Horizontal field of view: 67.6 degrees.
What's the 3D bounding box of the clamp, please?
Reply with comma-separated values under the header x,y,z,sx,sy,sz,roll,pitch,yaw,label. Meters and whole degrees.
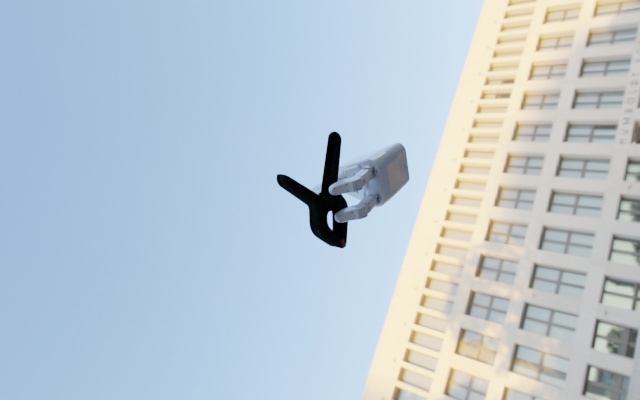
x,y,z,sx,sy,sz,roll,pitch,yaw,label
0.000,0.003,0.846,0.036,0.210,0.164,9,32,40,clamp
